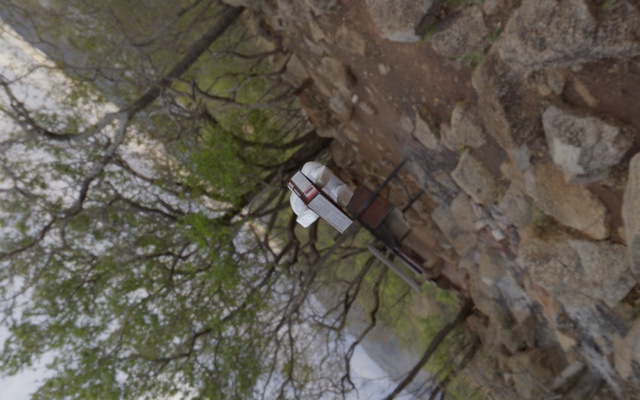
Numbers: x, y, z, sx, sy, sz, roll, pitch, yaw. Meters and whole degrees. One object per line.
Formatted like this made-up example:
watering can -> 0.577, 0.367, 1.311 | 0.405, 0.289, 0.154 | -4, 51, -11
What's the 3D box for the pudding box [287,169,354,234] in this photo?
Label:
pudding box -> 0.000, 0.003, 0.873 | 0.113, 0.039, 0.090 | 37, 6, -40
